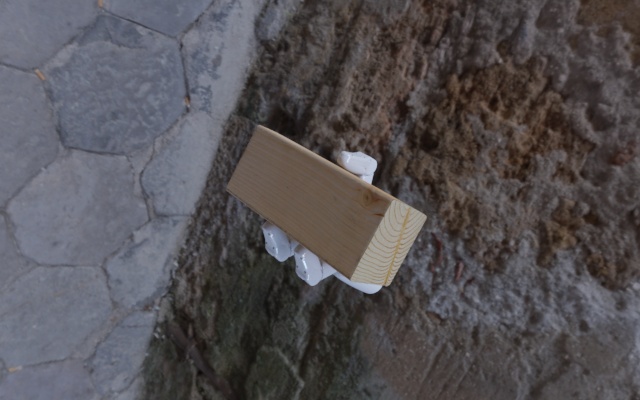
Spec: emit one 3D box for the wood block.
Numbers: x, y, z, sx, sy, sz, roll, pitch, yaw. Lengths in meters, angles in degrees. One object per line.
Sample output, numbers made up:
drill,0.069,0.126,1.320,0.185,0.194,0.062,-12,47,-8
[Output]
wood block,0.001,0.002,0.541,0.206,0.091,0.090,32,7,35
